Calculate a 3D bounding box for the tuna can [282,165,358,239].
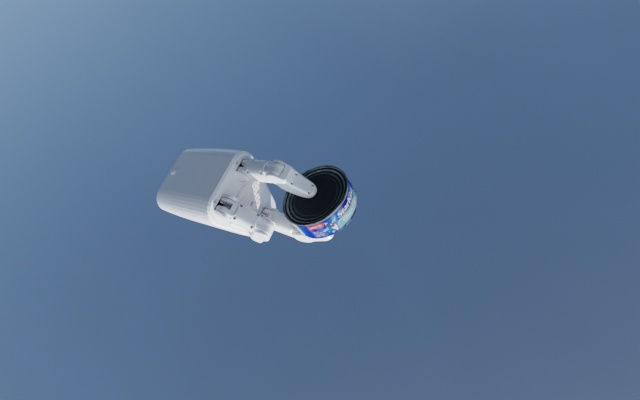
[{"bbox_3d":[0.000,0.002,0.565,0.086,0.086,0.034,0,-35,34],"label":"tuna can"}]
